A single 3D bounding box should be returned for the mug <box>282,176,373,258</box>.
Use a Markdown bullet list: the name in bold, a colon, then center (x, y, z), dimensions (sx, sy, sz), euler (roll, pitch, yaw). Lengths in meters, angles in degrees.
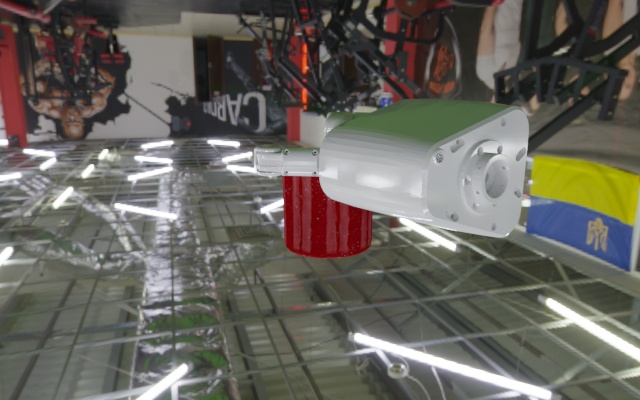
- **mug**: center (-0.001, 0.001, 0.448), dimensions (0.093, 0.081, 0.117), euler (-8, 14, -33)
